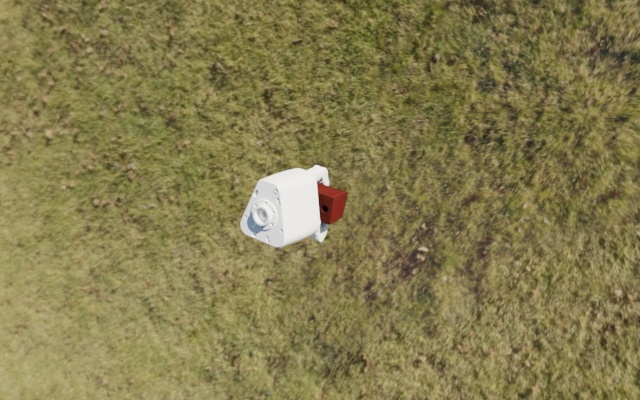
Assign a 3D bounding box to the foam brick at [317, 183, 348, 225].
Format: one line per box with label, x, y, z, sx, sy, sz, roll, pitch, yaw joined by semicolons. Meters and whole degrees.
foam brick;0.000;0.003;0.860;0.078;0.053;0.051;19;22;25
